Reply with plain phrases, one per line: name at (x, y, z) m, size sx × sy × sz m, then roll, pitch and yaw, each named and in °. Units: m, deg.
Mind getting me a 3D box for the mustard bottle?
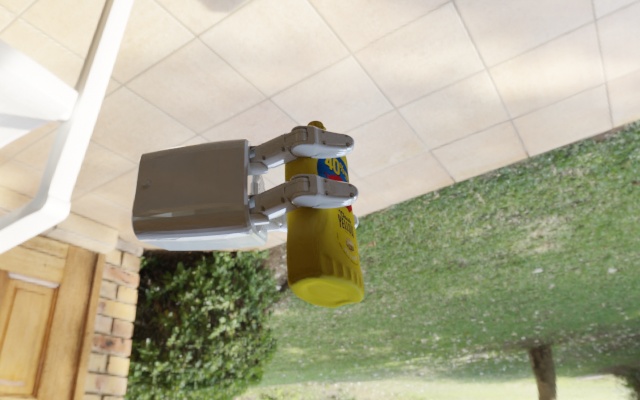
mustard bottle at (0.000, 0.002, 0.471) m, size 0.058 × 0.191 × 0.096 m, roll -18°, pitch -32°, yaw 23°
